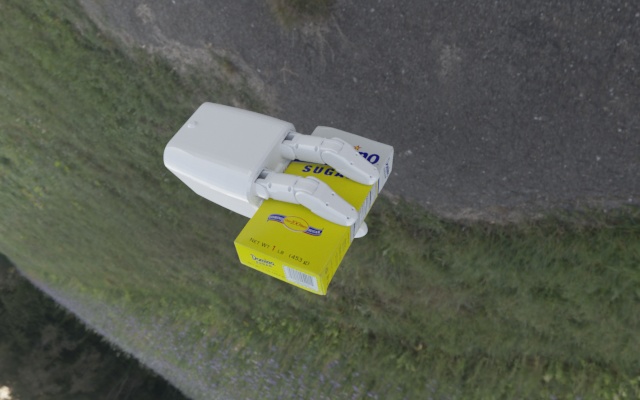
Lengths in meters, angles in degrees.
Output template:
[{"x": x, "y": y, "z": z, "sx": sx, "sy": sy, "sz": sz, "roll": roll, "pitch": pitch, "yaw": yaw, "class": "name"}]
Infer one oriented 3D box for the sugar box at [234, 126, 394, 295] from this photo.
[{"x": 0.000, "y": 0.001, "z": 0.486, "sx": 0.093, "sy": 0.176, "sz": 0.048, "roll": 19, "pitch": -33, "yaw": 18, "class": "sugar box"}]
